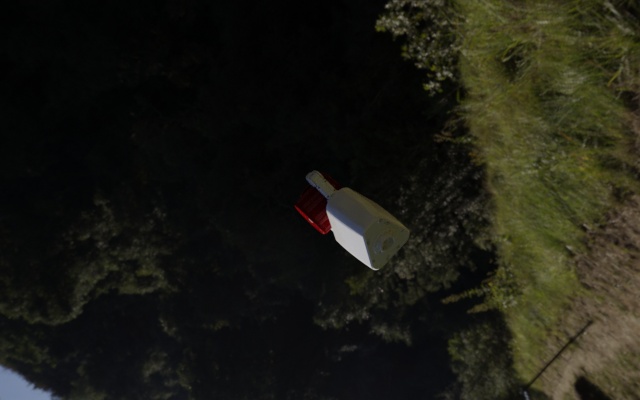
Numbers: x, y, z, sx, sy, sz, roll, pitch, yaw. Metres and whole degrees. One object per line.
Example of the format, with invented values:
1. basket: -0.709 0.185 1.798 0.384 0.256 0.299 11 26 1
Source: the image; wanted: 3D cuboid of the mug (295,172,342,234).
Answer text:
1. mug: -0.001 0.002 0.901 0.117 0.081 0.093 38 -9 47
